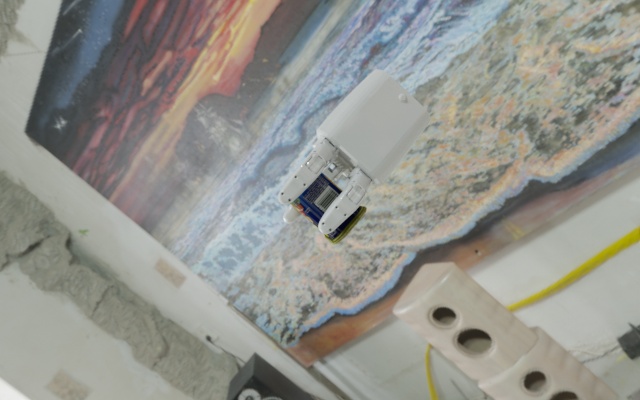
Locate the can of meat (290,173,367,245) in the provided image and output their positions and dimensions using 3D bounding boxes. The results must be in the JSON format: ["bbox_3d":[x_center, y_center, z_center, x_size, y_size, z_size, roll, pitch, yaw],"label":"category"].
[{"bbox_3d":[0.000,0.002,0.578,0.084,0.057,0.102,42,-4,-7],"label":"can of meat"}]
